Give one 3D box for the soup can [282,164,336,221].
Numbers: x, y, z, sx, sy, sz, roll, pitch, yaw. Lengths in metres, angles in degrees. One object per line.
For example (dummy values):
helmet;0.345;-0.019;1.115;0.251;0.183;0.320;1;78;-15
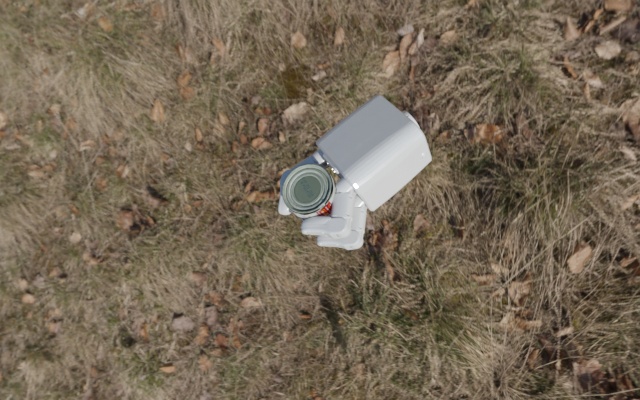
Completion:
soup can;0.000;0.002;0.619;0.068;0.068;0.102;0;-19;21
